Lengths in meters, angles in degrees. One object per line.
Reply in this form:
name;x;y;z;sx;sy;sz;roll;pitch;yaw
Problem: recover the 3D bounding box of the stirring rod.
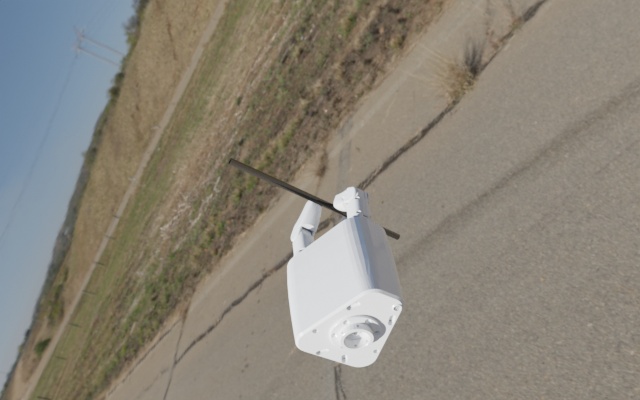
stirring rod;0.000;0.002;0.581;0.239;0.011;0.011;24;-10;-22
